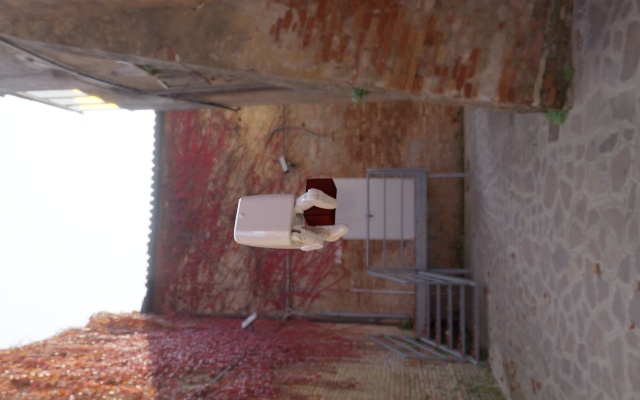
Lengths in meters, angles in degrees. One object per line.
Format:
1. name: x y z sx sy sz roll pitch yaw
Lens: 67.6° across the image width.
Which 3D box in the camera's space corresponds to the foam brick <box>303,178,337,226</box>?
1. foam brick: 0.000 0.003 0.898 0.051 0.078 0.053 -1 -26 12
